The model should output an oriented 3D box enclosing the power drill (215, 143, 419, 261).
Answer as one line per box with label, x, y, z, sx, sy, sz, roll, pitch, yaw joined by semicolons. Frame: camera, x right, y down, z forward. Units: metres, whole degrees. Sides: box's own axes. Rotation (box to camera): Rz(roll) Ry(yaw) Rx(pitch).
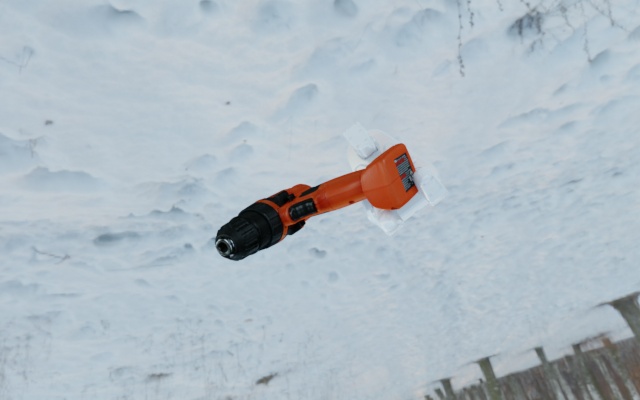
power drill;0.001;0.002;0.507;0.188;0.057;0.184;-17;9;28
